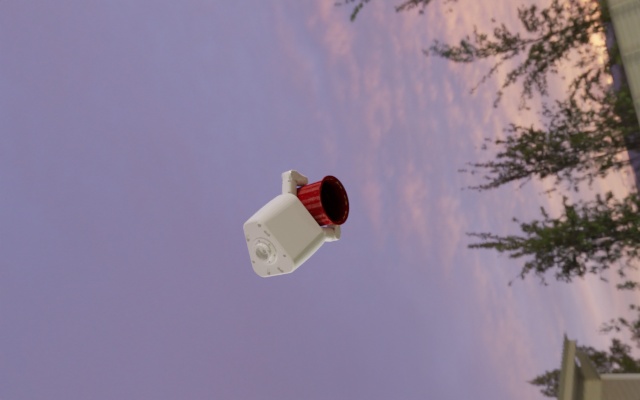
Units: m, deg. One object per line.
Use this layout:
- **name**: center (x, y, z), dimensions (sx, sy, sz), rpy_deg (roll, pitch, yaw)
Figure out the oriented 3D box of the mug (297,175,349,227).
- **mug**: center (0.001, 0.002, 0.896), dimensions (0.081, 0.093, 0.117), rpy_deg (-15, 15, 35)
